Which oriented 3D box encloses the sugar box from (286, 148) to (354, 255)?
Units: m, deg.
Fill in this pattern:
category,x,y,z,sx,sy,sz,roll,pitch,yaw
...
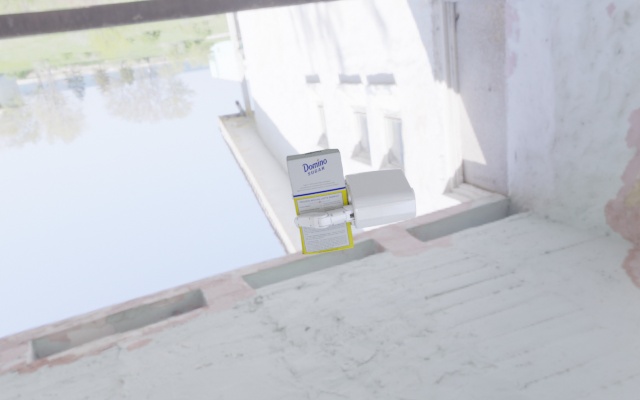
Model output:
category,x,y,z,sx,sy,sz,roll,pitch,yaw
sugar box,0.000,0.003,0.828,0.093,0.176,0.048,-9,17,-2
